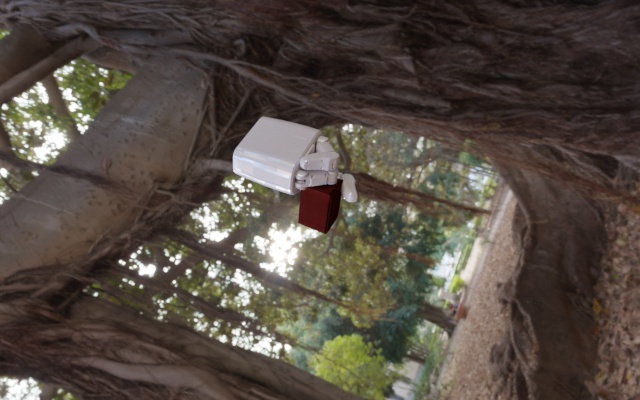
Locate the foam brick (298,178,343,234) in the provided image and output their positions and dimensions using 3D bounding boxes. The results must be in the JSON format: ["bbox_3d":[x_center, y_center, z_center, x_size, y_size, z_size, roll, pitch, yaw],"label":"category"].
[{"bbox_3d":[0.000,0.003,0.764,0.051,0.078,0.053,18,36,16],"label":"foam brick"}]
